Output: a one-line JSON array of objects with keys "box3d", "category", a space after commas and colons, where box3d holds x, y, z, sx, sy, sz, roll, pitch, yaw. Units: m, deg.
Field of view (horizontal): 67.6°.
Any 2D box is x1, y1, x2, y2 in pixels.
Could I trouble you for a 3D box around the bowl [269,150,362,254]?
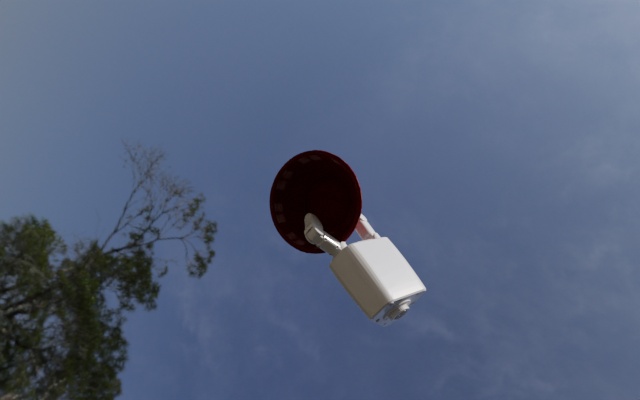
[{"box3d": [0.000, 0.001, 0.766, 0.162, 0.162, 0.055, 0, 0, 26], "category": "bowl"}]
